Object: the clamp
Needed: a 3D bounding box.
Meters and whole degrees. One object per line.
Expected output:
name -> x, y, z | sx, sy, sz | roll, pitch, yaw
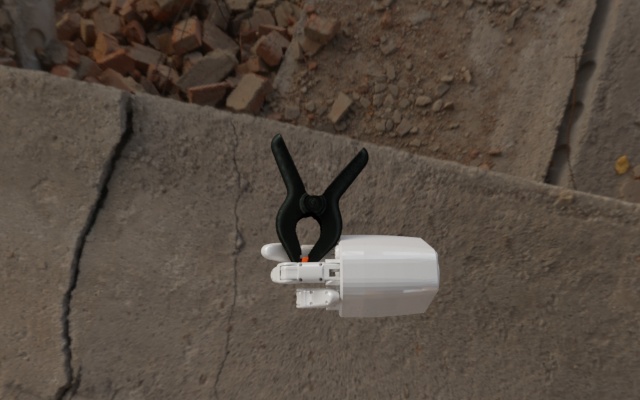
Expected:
clamp -> 0.000, 0.002, 0.571 | 0.120, 0.171, 0.039 | -1, -12, 1
